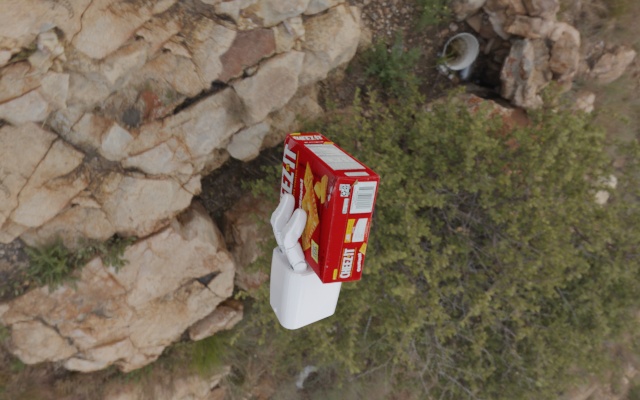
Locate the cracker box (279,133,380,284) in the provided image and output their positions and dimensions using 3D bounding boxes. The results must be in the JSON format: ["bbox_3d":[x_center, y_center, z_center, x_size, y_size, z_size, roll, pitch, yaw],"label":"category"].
[{"bbox_3d":[0.000,0.002,0.739,0.072,0.164,0.213,-2,24,-24],"label":"cracker box"}]
